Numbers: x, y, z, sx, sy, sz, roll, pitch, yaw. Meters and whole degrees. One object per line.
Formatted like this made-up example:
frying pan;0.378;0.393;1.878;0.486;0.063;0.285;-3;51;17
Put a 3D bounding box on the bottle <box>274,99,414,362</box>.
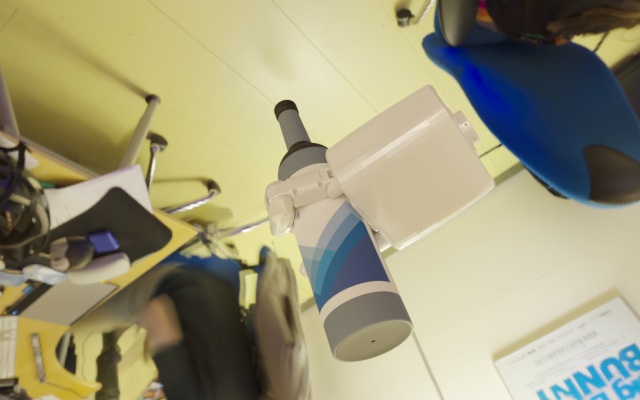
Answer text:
bottle;0.000;0.002;0.457;0.069;0.295;0.069;-12;-40;-10
